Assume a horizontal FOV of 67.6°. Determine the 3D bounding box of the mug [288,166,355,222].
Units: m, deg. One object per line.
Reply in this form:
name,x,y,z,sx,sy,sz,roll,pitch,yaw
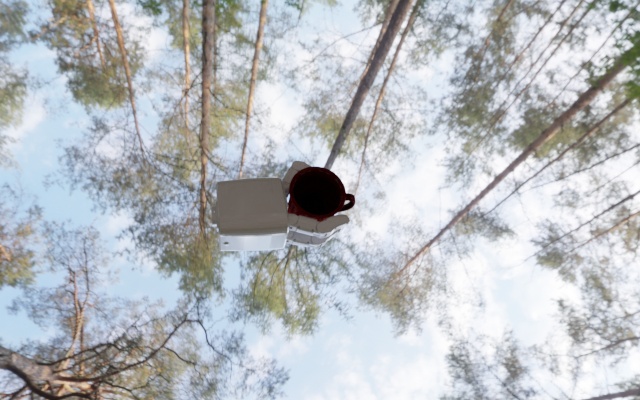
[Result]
mug,0.001,0.003,0.800,0.117,0.093,0.081,-1,-25,-13
